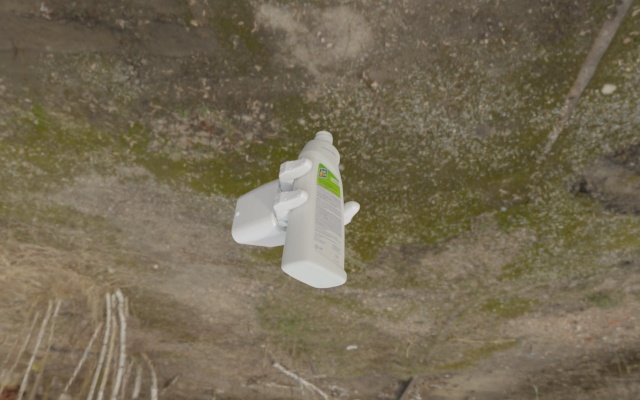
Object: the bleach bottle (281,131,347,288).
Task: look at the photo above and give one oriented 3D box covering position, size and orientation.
[{"bbox_3d":[0.000,0.002,0.756,0.068,0.250,0.103,-18,-37,36],"label":"bleach bottle"}]
